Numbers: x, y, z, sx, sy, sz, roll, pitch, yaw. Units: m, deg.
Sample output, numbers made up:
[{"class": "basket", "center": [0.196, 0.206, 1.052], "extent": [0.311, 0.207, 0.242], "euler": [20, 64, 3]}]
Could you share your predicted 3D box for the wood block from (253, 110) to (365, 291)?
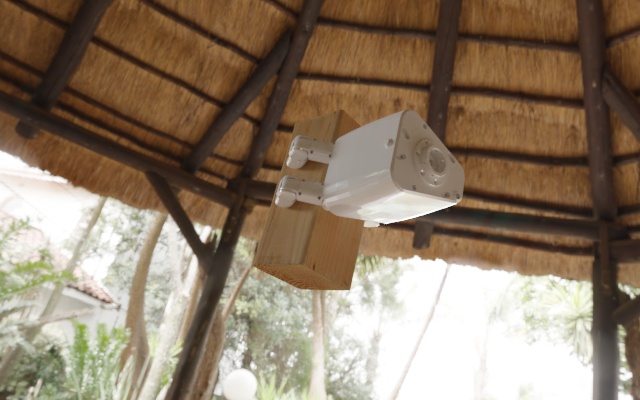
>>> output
[{"class": "wood block", "center": [0.001, 0.002, 0.610], "extent": [0.090, 0.206, 0.091], "euler": [-9, -33, 43]}]
